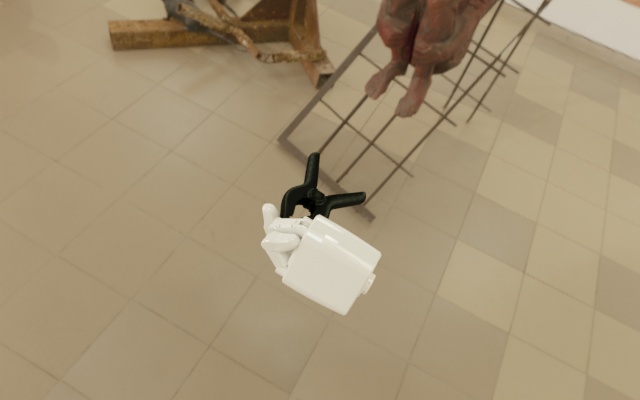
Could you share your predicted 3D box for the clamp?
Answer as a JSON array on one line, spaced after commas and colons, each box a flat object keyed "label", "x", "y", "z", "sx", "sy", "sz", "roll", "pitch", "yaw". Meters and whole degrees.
[{"label": "clamp", "x": 0.000, "y": 0.002, "z": 0.765, "sx": 0.120, "sy": 0.171, "sz": 0.039, "roll": 31, "pitch": -38, "yaw": 4}]
